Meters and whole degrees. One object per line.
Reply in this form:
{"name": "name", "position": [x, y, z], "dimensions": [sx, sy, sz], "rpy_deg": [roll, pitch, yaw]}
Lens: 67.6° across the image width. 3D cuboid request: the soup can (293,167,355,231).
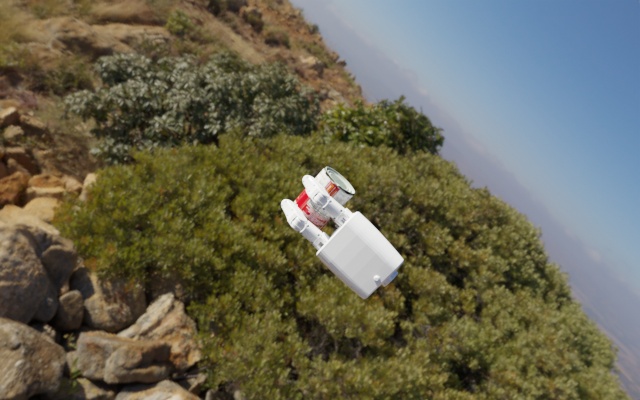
{"name": "soup can", "position": [0.000, 0.002, 0.798], "dimensions": [0.068, 0.102, 0.068], "rpy_deg": [38, 17, -14]}
